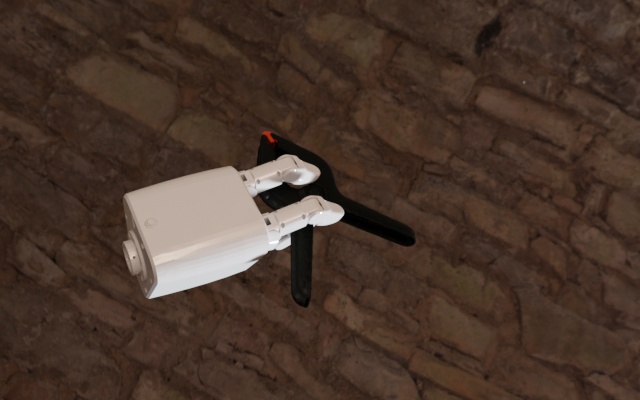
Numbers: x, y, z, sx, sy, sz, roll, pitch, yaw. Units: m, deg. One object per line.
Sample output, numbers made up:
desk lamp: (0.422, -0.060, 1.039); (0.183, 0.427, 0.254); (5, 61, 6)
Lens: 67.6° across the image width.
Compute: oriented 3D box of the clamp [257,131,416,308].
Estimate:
clamp: (-0.001, 0.002, 0.539); (0.164, 0.210, 0.036); (-16, -29, -29)
